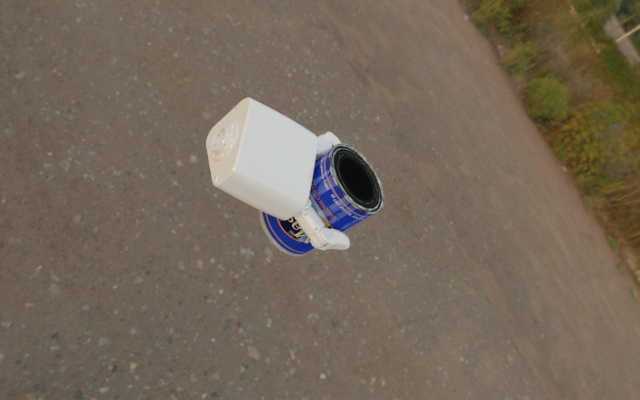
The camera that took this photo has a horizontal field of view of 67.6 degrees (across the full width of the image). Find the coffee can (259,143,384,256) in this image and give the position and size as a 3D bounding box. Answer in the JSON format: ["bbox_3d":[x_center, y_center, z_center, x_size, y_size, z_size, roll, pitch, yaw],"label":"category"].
[{"bbox_3d":[0.000,0.002,0.649,0.140,0.102,0.103,-33,-20,34],"label":"coffee can"}]
